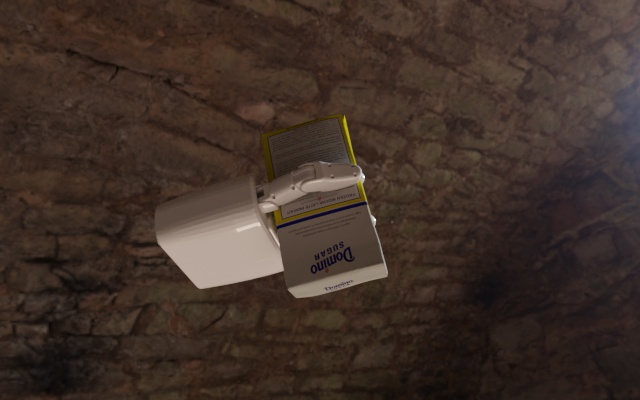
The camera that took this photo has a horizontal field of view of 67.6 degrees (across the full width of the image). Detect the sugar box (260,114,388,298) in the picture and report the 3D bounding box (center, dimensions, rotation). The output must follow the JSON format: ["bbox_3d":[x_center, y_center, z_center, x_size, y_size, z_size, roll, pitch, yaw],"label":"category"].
[{"bbox_3d":[0.000,0.002,0.479,0.093,0.176,0.048,-15,-26,5],"label":"sugar box"}]
